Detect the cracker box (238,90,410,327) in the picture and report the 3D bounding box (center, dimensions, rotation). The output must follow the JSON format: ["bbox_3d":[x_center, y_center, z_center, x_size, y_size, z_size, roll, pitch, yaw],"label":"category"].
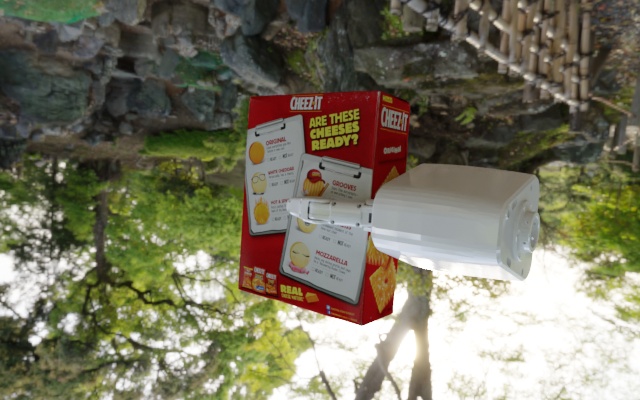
[{"bbox_3d":[0.000,0.002,0.495,0.164,0.214,0.072,7,5,36],"label":"cracker box"}]
